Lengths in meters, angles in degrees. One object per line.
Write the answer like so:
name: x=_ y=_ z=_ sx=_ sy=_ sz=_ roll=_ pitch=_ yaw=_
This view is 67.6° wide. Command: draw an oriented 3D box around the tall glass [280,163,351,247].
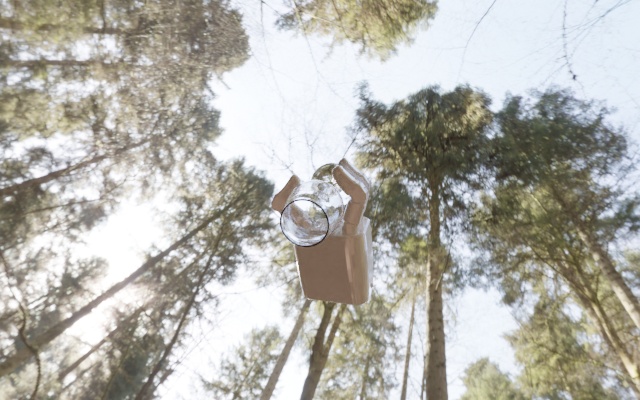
tall glass: x=0.000 y=0.002 z=0.672 sx=0.079 sy=0.079 sz=0.201 roll=0 pitch=15 yaw=12
